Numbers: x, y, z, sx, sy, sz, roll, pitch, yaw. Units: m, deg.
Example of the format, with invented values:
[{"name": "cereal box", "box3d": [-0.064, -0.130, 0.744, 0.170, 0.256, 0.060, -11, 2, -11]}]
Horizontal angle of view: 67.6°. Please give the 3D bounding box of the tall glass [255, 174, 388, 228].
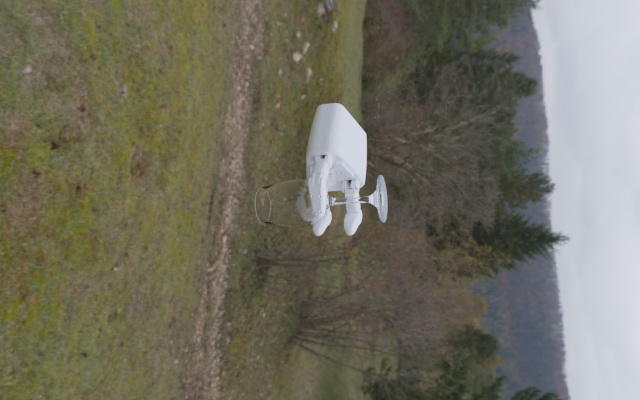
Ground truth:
[{"name": "tall glass", "box3d": [0.001, 0.003, 0.755, 0.201, 0.079, 0.079, -3, -1, 18]}]
